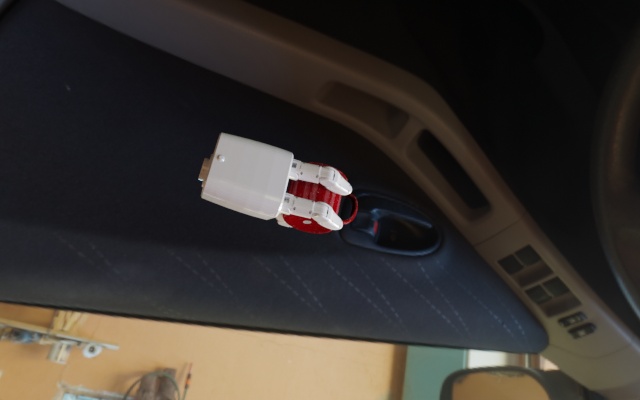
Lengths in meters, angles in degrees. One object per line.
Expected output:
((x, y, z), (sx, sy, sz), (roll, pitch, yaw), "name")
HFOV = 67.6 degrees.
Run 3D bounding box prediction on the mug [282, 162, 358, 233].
((0.001, 0.003, 0.732), (0.117, 0.081, 0.093), (17, -24, -12), "mug")
